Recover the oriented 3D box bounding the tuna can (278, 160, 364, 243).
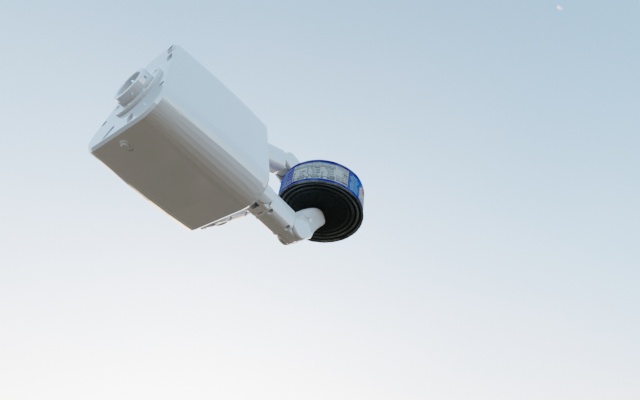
[{"bbox_3d":[0.000,0.001,0.467,0.086,0.033,0.086,5,-44,4],"label":"tuna can"}]
